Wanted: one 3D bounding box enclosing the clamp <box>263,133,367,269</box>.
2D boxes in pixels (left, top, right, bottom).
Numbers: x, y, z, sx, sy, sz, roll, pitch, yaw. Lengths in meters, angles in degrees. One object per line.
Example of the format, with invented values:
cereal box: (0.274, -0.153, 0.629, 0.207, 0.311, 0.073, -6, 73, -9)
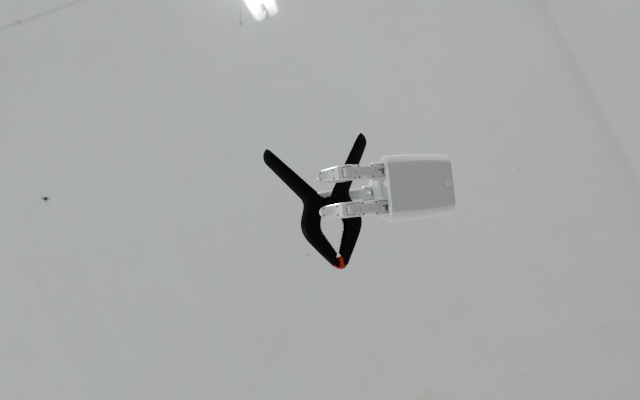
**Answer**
clamp: (0.000, 0.003, 0.737, 0.164, 0.210, 0.036, -4, -6, -9)
